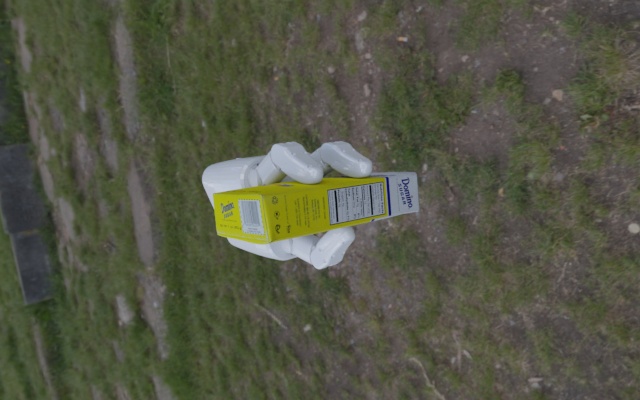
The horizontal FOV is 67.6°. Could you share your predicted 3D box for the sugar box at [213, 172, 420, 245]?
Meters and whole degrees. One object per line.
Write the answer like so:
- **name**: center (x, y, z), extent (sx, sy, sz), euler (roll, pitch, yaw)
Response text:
- **sugar box**: center (0.000, 0.001, 0.450), extent (0.176, 0.048, 0.093), euler (-13, 10, -36)
